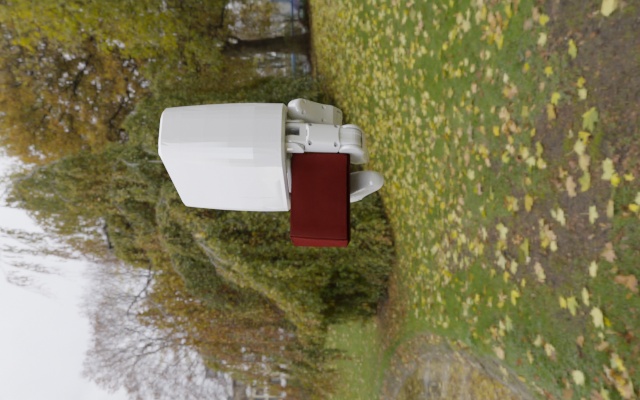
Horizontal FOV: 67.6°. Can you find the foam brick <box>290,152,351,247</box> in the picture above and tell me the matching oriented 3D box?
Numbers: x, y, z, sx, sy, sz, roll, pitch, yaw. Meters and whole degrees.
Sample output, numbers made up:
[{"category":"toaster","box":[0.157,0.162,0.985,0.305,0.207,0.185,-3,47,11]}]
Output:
[{"category":"foam brick","box":[0.000,0.002,0.430,0.051,0.078,0.053,0,-14,0]}]
